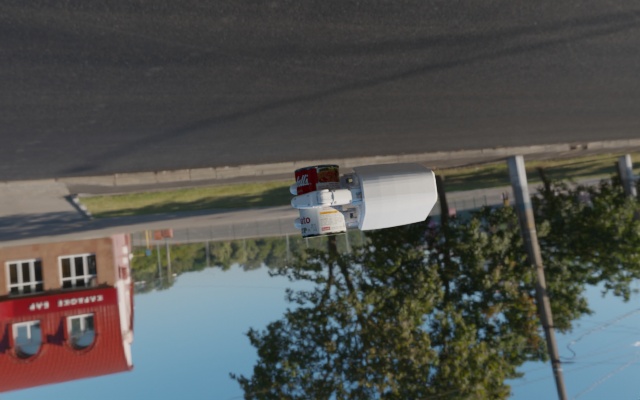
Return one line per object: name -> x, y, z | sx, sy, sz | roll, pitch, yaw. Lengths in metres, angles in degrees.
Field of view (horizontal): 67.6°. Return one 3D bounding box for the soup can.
soup can -> 0.000, 0.003, 0.713 | 0.068, 0.102, 0.068 | -7, -4, 0
